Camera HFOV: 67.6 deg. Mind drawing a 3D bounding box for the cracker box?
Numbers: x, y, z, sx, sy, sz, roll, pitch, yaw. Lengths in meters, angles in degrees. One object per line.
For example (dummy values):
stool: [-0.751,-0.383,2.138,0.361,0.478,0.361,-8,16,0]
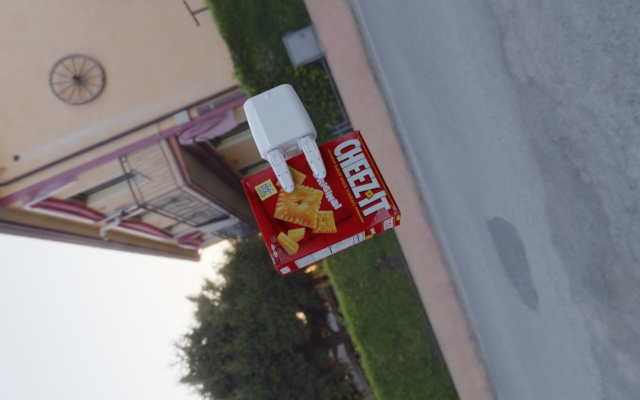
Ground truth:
cracker box: [0.000,0.003,0.778,0.213,0.164,0.072,-24,-19,-1]
